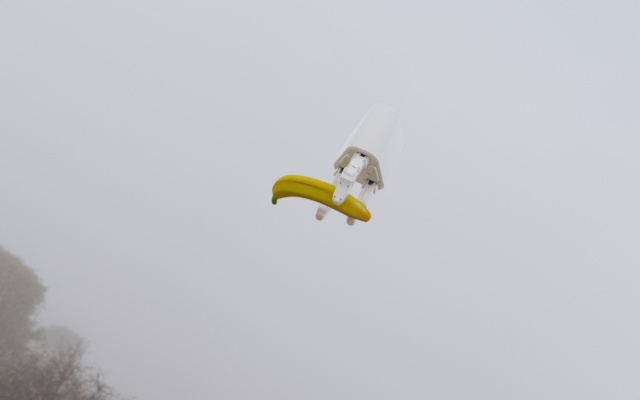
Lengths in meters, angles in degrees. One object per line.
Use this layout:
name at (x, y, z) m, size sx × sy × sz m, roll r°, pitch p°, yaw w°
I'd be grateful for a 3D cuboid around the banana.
banana at (-0.009, -0.009, 0.789) m, size 0.198 × 0.037 × 0.070 m, roll 12°, pitch -31°, yaw 31°
